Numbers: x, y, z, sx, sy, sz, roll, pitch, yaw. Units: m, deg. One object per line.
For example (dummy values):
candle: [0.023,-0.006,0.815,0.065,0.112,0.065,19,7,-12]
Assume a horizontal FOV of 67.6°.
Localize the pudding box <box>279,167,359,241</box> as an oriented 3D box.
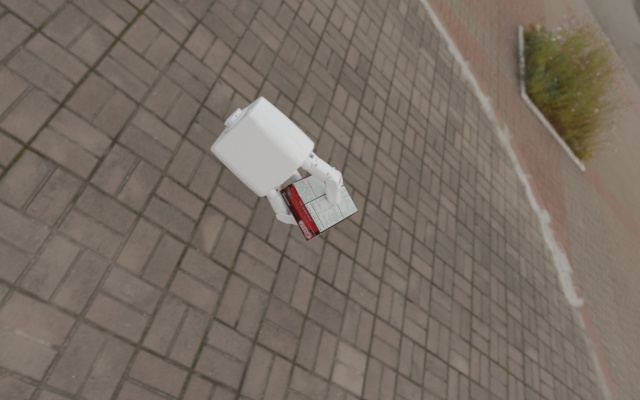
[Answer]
pudding box: [0.000,0.002,0.759,0.039,0.090,0.113,-30,-2,43]
